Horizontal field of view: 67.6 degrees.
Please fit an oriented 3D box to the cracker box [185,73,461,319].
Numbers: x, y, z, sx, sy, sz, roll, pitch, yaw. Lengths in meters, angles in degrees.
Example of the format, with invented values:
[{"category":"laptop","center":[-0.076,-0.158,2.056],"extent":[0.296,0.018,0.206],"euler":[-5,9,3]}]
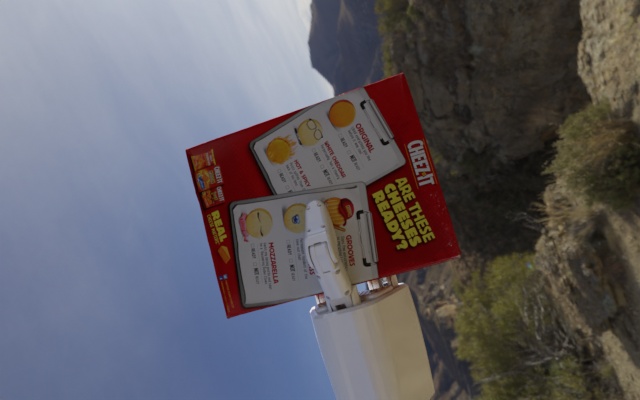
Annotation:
[{"category":"cracker box","center":[0.000,0.001,0.444],"extent":[0.214,0.164,0.072],"euler":[-17,-7,12]}]
